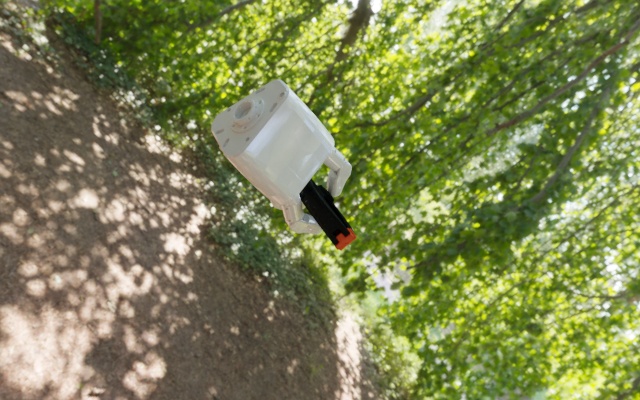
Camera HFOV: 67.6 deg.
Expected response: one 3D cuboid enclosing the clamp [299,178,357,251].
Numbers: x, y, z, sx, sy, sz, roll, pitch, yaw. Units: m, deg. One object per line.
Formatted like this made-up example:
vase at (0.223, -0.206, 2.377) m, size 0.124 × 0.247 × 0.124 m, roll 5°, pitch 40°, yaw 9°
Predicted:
clamp at (0.001, 0.002, 0.677) m, size 0.165 × 0.036 × 0.210 m, roll 43°, pitch 8°, yaw -46°
